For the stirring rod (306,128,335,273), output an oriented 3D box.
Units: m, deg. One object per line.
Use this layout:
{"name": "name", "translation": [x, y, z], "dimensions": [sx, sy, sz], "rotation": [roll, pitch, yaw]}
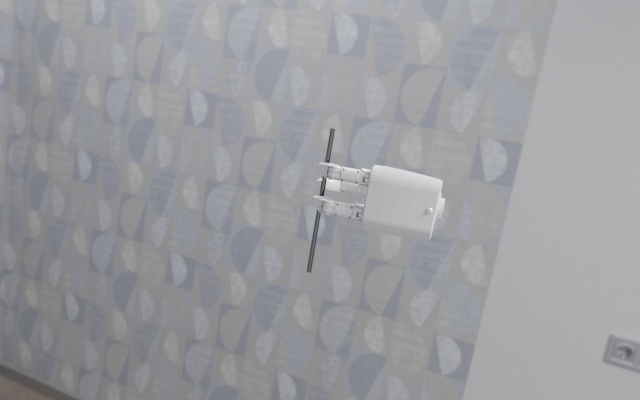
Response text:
{"name": "stirring rod", "translation": [0.000, 0.003, 0.780], "dimensions": [0.011, 0.239, 0.011], "rotation": [9, 10, -2]}
